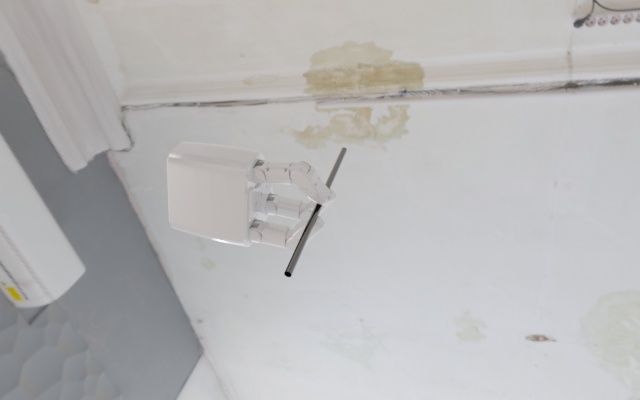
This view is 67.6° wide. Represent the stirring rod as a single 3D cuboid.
[{"bbox_3d":[0.000,0.002,0.564,0.011,0.011,0.239,0,36,20],"label":"stirring rod"}]
